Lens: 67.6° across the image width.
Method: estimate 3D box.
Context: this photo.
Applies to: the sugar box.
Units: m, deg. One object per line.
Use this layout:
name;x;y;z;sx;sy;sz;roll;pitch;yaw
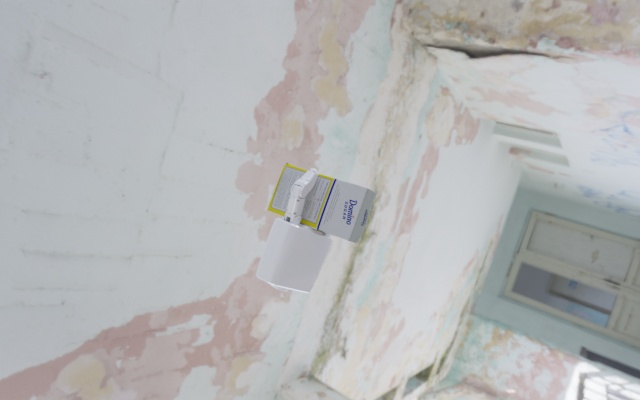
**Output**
sugar box;0.000;0.003;0.822;0.176;0.093;0.048;20;-2;30
